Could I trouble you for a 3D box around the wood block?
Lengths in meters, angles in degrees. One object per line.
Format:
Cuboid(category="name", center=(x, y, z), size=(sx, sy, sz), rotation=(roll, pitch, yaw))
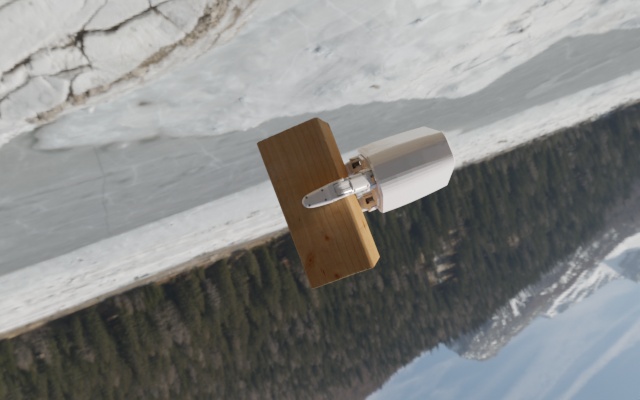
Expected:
Cuboid(category="wood block", center=(0.000, 0.002, 0.657), size=(0.090, 0.206, 0.091), rotation=(-21, -2, 12))
